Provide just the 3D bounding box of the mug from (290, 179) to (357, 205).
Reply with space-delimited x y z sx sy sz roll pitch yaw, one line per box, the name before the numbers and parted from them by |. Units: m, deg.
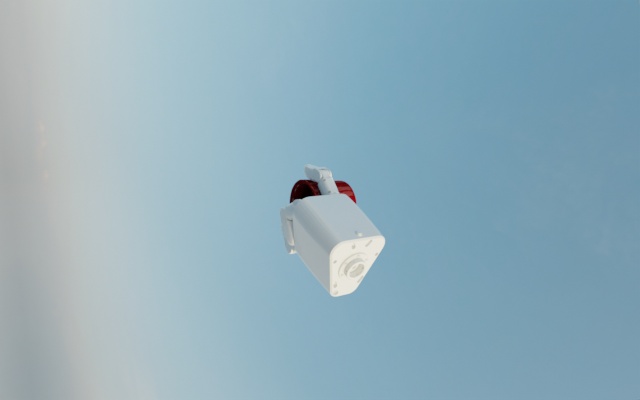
mug | 0.000 0.002 0.800 0.081 0.093 0.117 -5 37 -31
